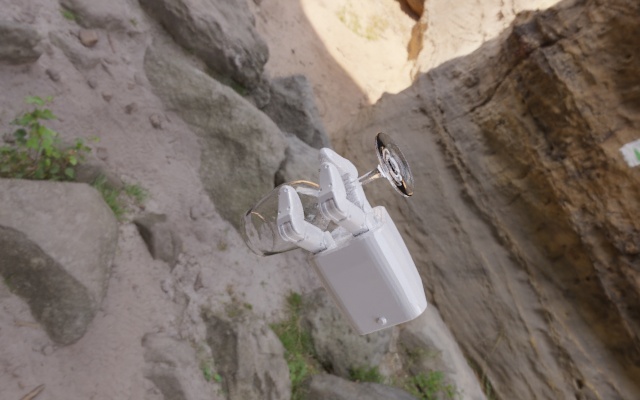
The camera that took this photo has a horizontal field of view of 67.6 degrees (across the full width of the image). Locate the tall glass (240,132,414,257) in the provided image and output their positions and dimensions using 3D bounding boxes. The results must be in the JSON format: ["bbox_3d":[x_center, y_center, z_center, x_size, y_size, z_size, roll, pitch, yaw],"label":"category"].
[{"bbox_3d":[0.001,0.001,0.542,0.201,0.079,0.079,-26,-13,29],"label":"tall glass"}]
